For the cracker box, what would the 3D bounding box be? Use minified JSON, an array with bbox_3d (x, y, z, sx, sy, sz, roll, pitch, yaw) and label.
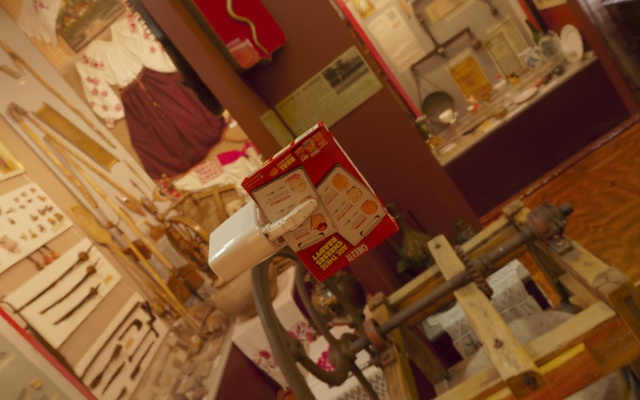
[{"bbox_3d":[0.000,0.003,0.790,0.164,0.214,0.072,-35,13,11],"label":"cracker box"}]
